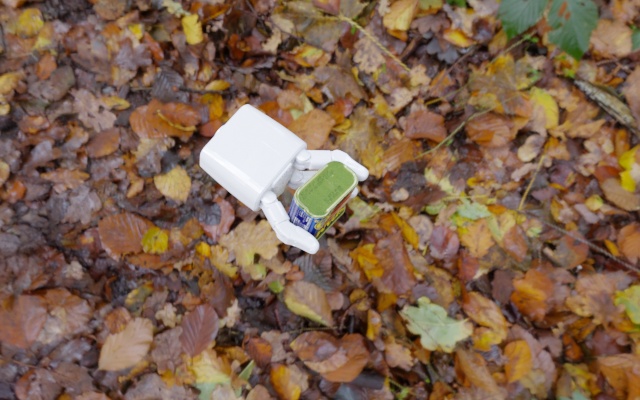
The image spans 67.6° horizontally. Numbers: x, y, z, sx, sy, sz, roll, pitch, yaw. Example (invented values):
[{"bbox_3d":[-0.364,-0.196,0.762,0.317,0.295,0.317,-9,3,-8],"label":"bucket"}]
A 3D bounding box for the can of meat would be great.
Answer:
[{"bbox_3d":[0.000,0.002,0.661,0.102,0.057,0.084,-44,-11,-30],"label":"can of meat"}]
